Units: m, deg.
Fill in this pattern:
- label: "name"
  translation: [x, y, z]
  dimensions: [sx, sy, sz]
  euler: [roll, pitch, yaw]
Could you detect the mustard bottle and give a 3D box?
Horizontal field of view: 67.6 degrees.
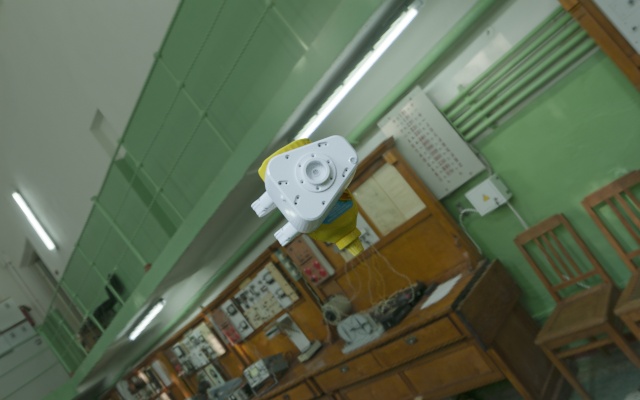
- label: "mustard bottle"
  translation: [0.000, 0.002, 0.716]
  dimensions: [0.096, 0.191, 0.058]
  euler: [-35, -6, -35]
